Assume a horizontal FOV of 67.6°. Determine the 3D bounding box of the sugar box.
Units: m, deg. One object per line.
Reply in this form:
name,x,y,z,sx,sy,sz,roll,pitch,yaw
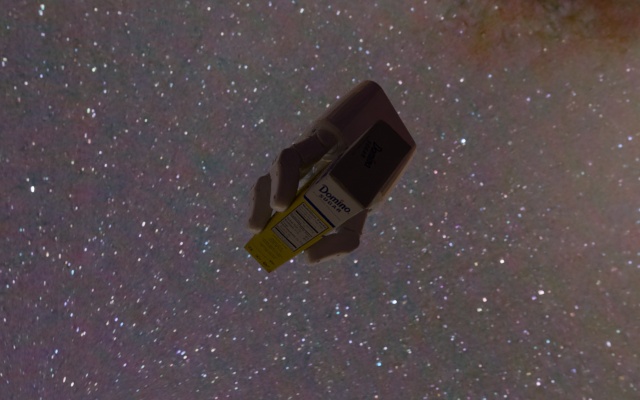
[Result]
sugar box,0.000,0.001,0.450,0.093,0.048,0.176,-49,4,-40
